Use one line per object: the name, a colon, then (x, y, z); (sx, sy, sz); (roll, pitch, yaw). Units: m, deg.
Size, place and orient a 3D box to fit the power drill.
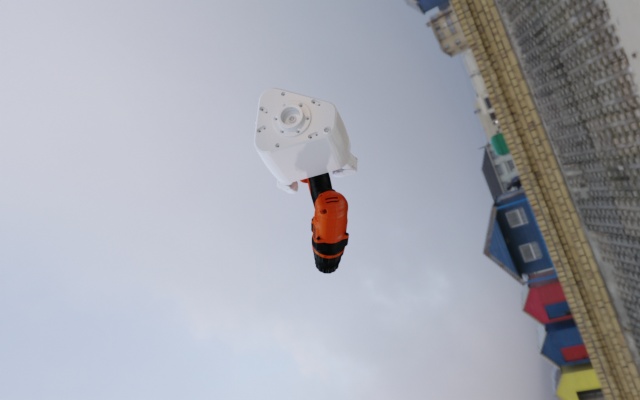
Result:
power drill: (0.000, 0.002, 0.753); (0.057, 0.187, 0.185); (-9, -36, -11)
